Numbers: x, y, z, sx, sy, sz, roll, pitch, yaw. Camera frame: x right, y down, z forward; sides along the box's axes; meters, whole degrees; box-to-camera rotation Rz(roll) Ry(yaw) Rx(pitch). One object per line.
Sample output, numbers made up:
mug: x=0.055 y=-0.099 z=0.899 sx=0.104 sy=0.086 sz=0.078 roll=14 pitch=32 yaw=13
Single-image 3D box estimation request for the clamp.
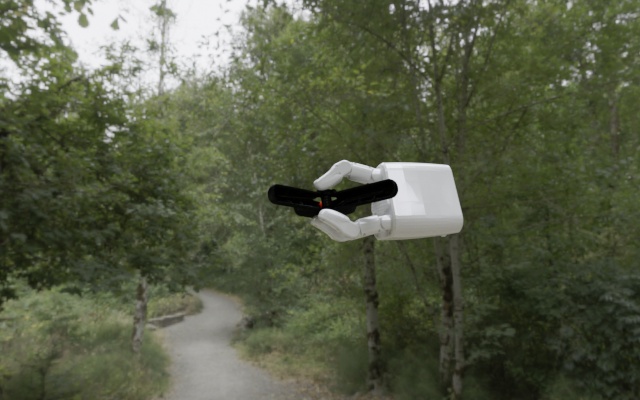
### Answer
clamp: x=0.000 y=0.002 z=0.682 sx=0.164 sy=0.036 sz=0.210 roll=-1 pitch=-9 yaw=-12
